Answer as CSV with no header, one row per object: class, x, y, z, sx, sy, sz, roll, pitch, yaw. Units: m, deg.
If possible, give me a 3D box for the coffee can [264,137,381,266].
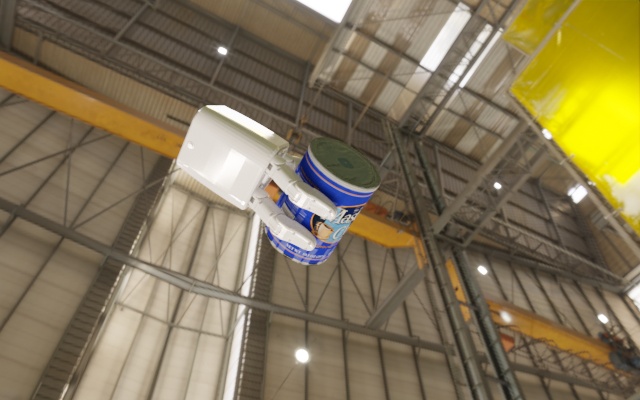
coffee can,0.000,0.002,0.636,0.103,0.140,0.102,23,31,-15
